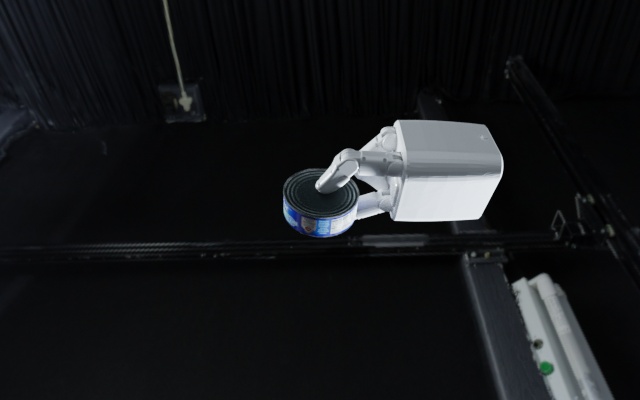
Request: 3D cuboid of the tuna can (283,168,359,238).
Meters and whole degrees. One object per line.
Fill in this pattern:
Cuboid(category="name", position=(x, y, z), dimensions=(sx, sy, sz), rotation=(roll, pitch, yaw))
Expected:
Cuboid(category="tuna can", position=(0.000, 0.002, 0.547), dimensions=(0.086, 0.034, 0.086), rotation=(3, 41, -2))
